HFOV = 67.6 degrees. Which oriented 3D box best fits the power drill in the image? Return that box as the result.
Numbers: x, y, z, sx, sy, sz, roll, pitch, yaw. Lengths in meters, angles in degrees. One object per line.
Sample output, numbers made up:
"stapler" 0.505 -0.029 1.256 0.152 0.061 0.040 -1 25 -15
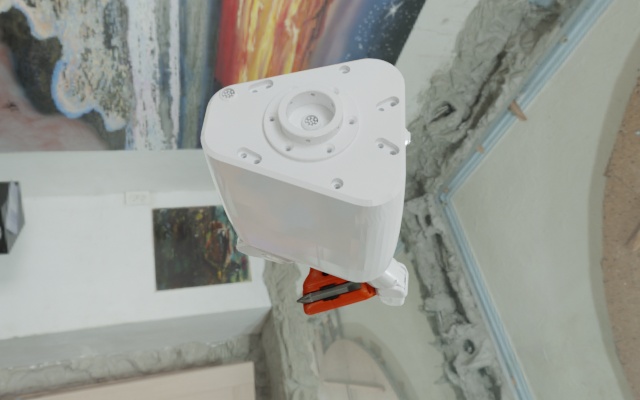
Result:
"power drill" 0.000 0.002 0.431 0.057 0.187 0.184 -20 -10 12
